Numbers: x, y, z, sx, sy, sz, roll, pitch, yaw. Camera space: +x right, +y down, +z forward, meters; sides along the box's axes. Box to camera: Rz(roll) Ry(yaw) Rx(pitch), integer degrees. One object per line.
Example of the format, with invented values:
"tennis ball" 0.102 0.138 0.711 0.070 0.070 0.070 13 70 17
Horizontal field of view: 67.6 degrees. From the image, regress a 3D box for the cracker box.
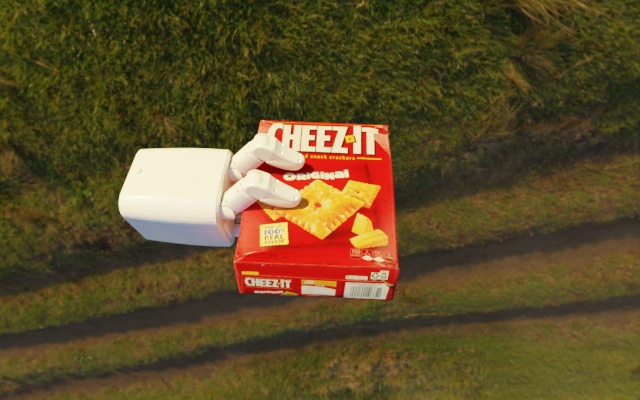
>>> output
"cracker box" 0.000 0.002 0.546 0.164 0.213 0.072 3 -40 0
